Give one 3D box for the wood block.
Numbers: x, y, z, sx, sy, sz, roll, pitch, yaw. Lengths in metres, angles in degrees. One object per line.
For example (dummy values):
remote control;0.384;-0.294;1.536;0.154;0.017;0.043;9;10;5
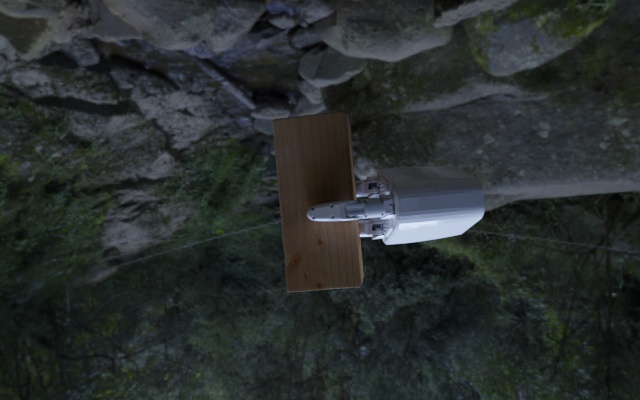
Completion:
wood block;0.000;0.002;0.601;0.090;0.206;0.091;-5;-1;7
